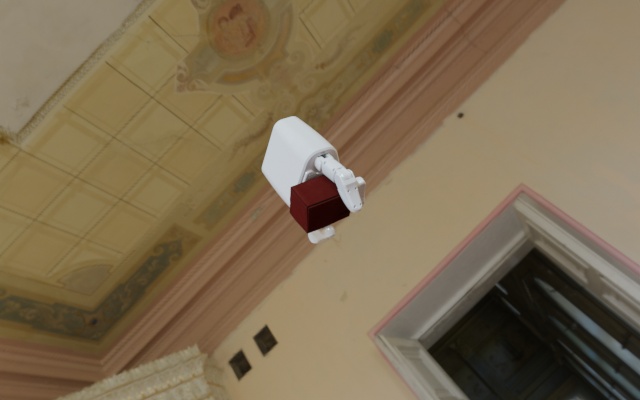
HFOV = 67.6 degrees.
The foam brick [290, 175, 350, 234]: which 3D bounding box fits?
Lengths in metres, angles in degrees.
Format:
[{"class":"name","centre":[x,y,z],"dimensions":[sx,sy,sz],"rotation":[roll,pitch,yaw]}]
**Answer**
[{"class":"foam brick","centre":[0.000,0.002,0.690],"dimensions":[0.078,0.053,0.051],"rotation":[-21,48,-27]}]
